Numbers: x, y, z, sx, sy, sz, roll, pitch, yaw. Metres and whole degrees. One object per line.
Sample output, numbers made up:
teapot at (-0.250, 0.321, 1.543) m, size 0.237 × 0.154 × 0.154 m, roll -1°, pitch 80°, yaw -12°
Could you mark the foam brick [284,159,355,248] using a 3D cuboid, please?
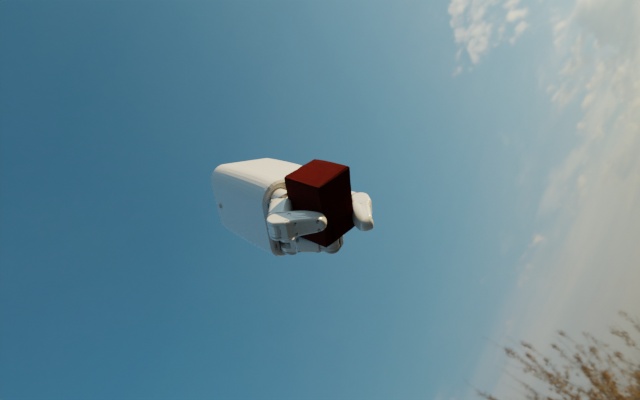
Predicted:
foam brick at (0.000, 0.001, 0.524) m, size 0.051 × 0.078 × 0.053 m, roll 20°, pitch 40°, yaw 38°
